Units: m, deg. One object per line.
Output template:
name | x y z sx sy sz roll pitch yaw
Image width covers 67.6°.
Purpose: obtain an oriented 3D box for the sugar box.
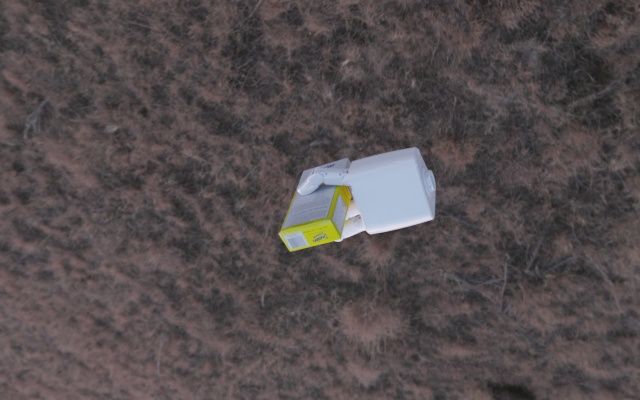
sugar box | 0.000 0.003 0.783 0.093 0.048 0.176 -15 29 24
